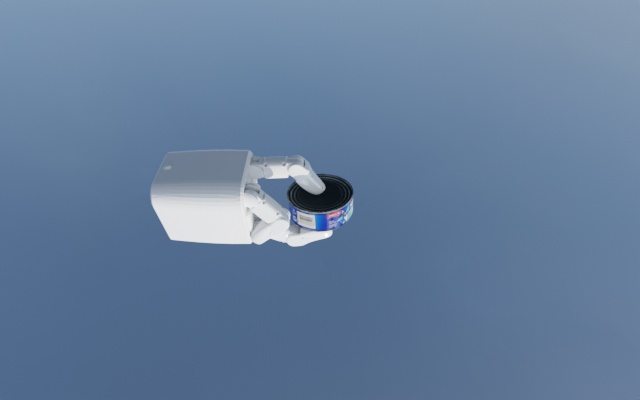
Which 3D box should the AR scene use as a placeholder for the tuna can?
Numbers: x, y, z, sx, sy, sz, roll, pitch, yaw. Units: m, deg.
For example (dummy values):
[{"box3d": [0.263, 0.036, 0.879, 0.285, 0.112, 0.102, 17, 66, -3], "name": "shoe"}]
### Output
[{"box3d": [0.000, 0.003, 0.623, 0.086, 0.034, 0.086, -2, 37, 1], "name": "tuna can"}]
